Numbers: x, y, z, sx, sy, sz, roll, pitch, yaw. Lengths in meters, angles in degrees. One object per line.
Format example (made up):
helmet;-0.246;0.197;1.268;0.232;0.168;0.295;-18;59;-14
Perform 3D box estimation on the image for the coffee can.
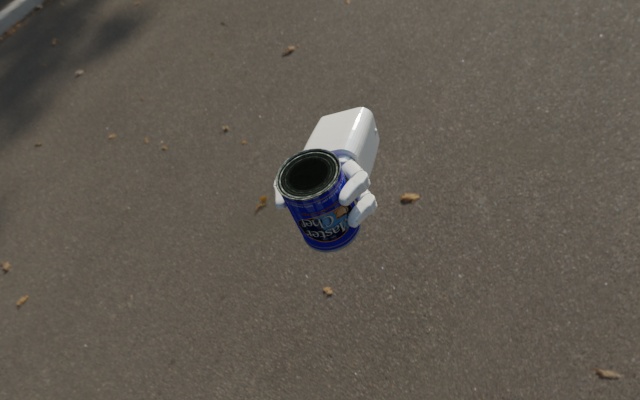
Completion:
coffee can;0.000;0.003;0.758;0.103;0.102;0.140;0;-38;21
